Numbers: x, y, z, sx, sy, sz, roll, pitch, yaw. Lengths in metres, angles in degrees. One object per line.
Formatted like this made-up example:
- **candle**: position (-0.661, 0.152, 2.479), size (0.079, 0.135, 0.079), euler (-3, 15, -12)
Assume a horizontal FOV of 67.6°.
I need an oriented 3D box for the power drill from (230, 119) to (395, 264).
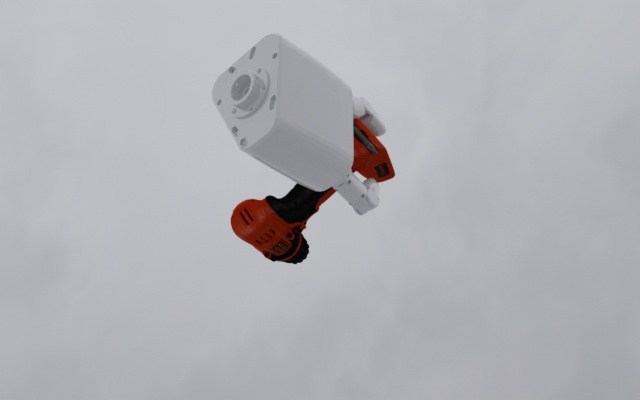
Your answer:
- **power drill**: position (0.000, 0.001, 0.568), size (0.187, 0.057, 0.184), euler (-41, -21, 0)
